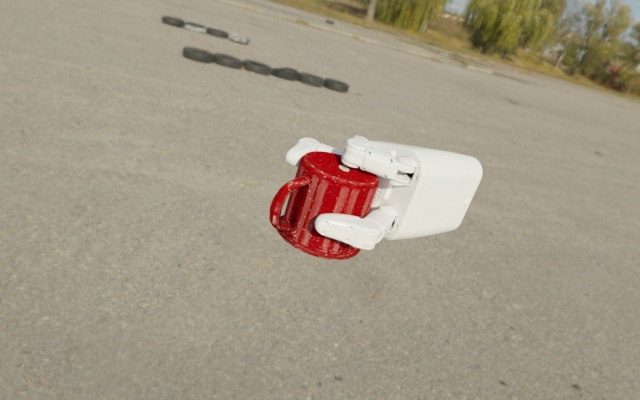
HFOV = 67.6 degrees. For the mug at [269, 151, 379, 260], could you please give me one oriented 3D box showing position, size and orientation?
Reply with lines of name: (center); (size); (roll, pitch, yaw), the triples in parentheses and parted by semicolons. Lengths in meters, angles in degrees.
mug: (-0.001, 0.001, 0.478); (0.117, 0.081, 0.093); (-2, 30, -39)
